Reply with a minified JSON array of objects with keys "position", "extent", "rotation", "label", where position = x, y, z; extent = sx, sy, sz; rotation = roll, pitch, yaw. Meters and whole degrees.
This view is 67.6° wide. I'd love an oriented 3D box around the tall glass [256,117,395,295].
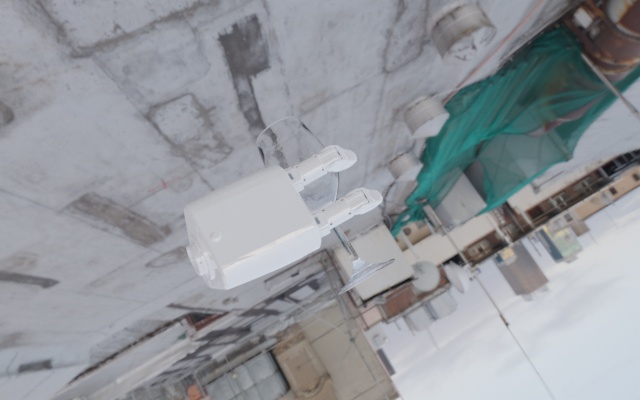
[{"position":[0.001,0.002,0.546],"extent":[0.079,0.201,0.079],"rotation":[-29,-13,-8],"label":"tall glass"}]
